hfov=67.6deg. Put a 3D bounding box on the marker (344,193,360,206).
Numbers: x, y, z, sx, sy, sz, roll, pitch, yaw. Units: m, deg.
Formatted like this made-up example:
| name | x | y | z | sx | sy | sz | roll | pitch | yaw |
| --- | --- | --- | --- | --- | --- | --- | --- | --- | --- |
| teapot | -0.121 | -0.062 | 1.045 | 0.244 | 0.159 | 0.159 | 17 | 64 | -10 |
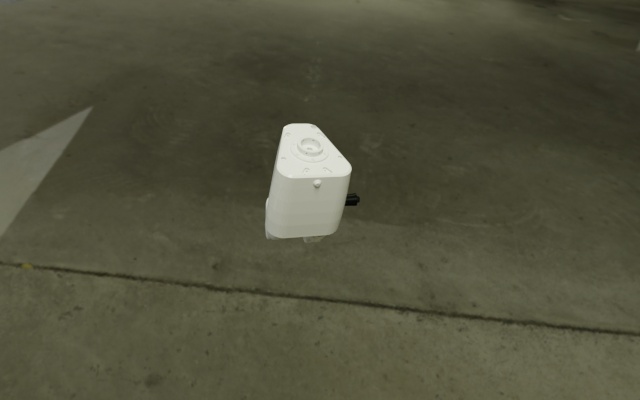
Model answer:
| name | x | y | z | sx | sy | sz | roll | pitch | yaw |
| --- | --- | --- | --- | --- | --- | --- | --- | --- | --- |
| marker | 0.000 | 0.002 | 0.694 | 0.121 | 0.020 | 0.020 | -4 | 1 | -17 |
